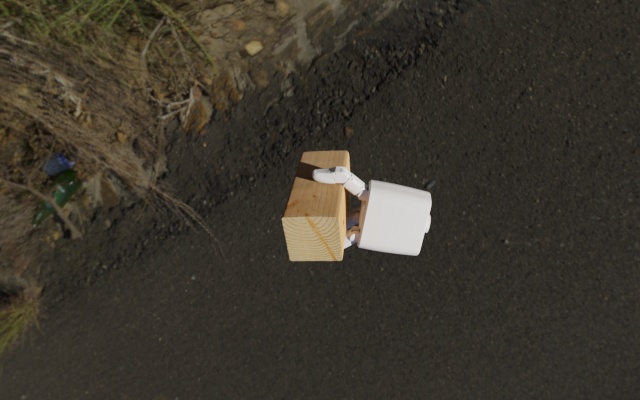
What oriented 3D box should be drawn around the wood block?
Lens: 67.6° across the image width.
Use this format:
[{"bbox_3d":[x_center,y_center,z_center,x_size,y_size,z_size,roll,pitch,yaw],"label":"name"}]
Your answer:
[{"bbox_3d":[0.000,0.003,0.831,0.090,0.091,0.206,-1,35,9],"label":"wood block"}]
